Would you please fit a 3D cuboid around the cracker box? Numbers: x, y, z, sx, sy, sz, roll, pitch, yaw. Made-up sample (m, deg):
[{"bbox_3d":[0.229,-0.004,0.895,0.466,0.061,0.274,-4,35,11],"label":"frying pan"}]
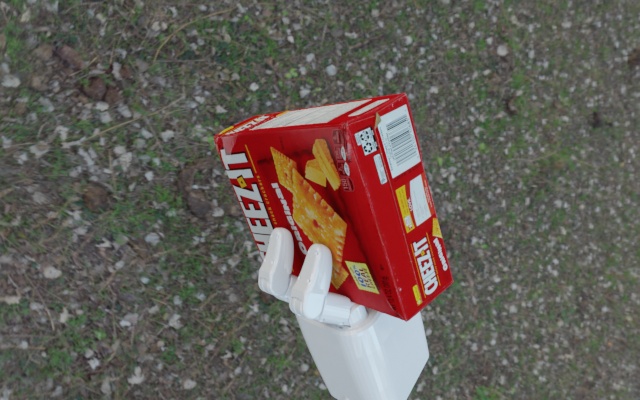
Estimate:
[{"bbox_3d":[0.000,0.001,0.436,0.072,0.164,0.213,-30,21,-32],"label":"cracker box"}]
